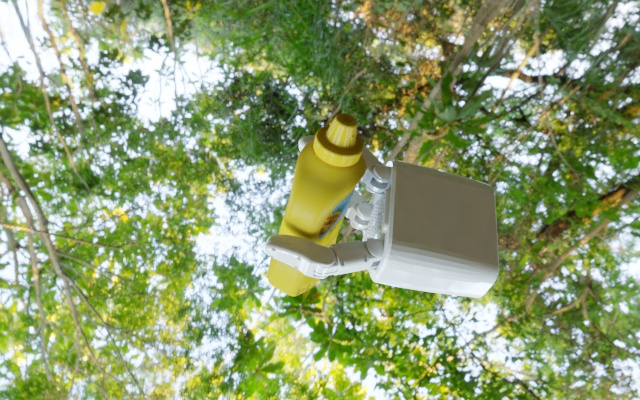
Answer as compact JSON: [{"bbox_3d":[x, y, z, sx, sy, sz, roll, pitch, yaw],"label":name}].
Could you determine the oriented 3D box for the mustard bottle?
[{"bbox_3d":[0.000,0.002,0.443,0.058,0.192,0.096,29,45,10],"label":"mustard bottle"}]
